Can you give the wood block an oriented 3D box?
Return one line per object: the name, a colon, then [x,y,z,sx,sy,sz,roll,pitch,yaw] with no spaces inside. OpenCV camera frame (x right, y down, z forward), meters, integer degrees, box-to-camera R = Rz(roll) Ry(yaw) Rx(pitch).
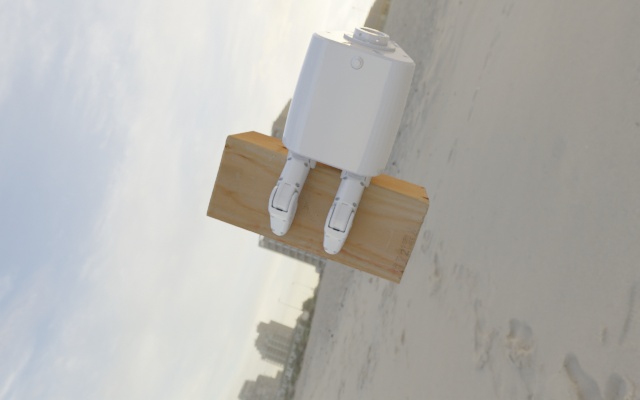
wood block: [0.000,0.001,0.509,0.206,0.090,0.091,19,14,5]
